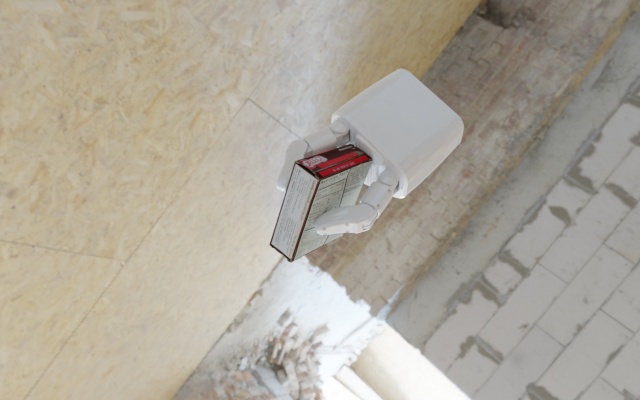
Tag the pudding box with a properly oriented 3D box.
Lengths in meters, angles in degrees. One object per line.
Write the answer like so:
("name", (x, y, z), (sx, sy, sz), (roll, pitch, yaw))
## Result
("pudding box", (0.000, 0.002, 0.504), (0.039, 0.114, 0.090), (37, 37, 27))
